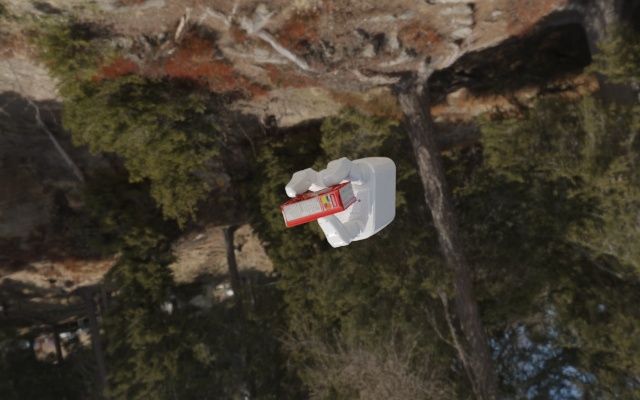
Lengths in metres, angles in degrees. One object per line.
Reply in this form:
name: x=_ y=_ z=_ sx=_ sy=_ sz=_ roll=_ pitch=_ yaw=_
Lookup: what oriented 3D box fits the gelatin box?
gelatin box: x=0.000 y=0.002 z=0.589 sx=0.073 sy=0.030 sz=0.089 roll=-16 pitch=5 yaw=16
